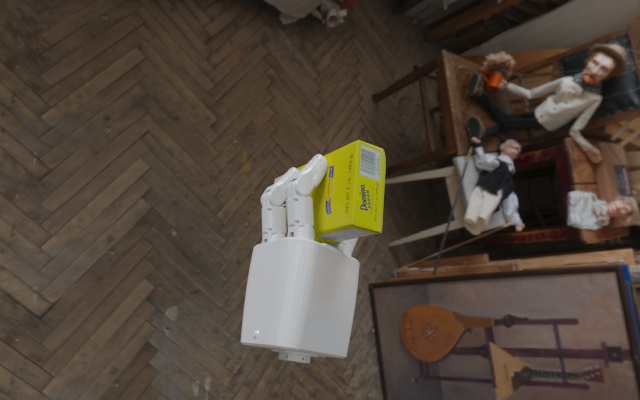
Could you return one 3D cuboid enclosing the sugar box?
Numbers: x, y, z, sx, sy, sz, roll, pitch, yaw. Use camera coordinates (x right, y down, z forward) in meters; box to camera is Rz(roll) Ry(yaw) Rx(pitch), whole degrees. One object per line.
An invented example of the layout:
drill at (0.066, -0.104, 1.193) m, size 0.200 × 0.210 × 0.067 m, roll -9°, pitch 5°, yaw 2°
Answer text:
sugar box at (0.000, 0.002, 0.547) m, size 0.048 × 0.093 × 0.176 m, roll 18°, pitch -21°, yaw -33°
